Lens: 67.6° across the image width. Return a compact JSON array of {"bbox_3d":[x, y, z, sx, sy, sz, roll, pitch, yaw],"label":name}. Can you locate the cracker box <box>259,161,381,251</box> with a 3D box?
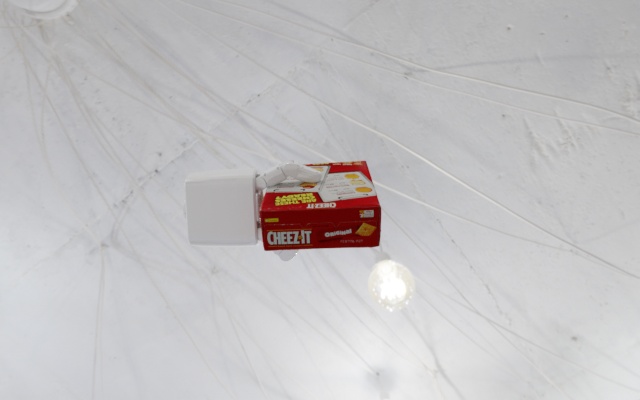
[{"bbox_3d":[0.000,0.002,0.741,0.164,0.072,0.213,-3,21,1],"label":"cracker box"}]
